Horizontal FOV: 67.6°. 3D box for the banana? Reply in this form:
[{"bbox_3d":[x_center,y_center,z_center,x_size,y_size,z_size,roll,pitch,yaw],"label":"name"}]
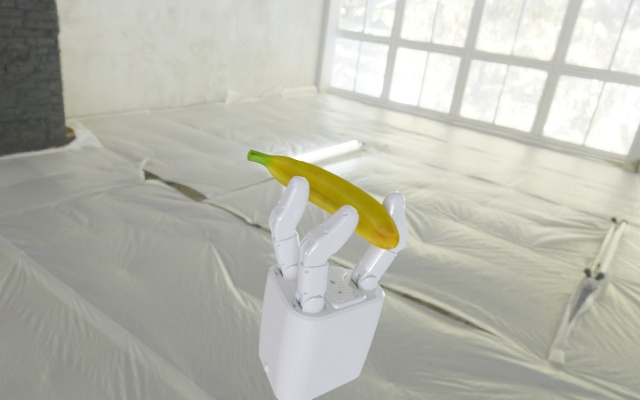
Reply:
[{"bbox_3d":[0.010,-0.002,0.475,0.197,0.037,0.069,30,24,35],"label":"banana"}]
